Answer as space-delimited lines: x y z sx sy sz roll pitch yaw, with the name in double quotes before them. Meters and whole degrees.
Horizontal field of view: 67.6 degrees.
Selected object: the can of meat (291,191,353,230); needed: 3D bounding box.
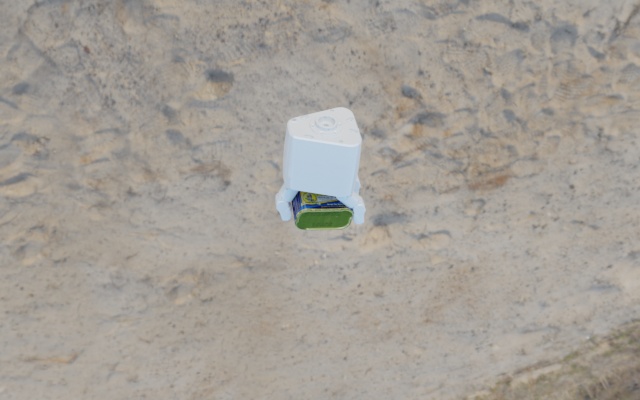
"can of meat" 0.000 0.003 0.816 0.102 0.083 0.057 -1 -42 -12
